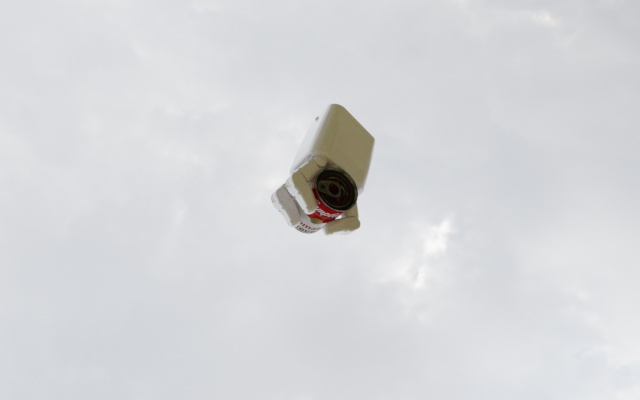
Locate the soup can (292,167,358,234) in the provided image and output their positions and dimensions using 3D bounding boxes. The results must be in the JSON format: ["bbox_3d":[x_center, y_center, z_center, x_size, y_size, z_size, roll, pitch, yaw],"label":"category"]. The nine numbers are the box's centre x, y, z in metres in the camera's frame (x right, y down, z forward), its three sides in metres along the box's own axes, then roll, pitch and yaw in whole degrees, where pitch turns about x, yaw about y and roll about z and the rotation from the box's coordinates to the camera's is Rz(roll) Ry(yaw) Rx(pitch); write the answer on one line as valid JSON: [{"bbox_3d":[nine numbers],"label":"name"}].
[{"bbox_3d":[0.000,0.003,0.706,0.068,0.068,0.102,0,-22,-30],"label":"soup can"}]
